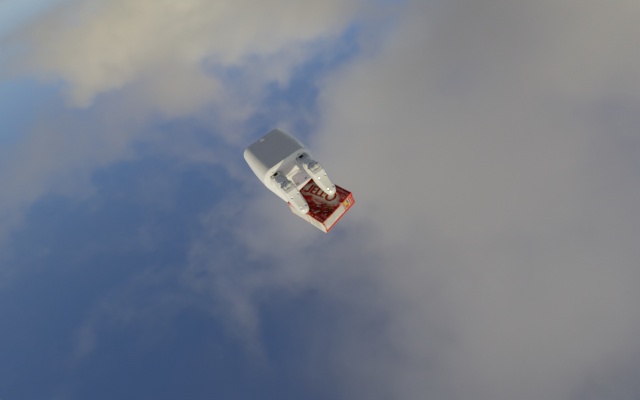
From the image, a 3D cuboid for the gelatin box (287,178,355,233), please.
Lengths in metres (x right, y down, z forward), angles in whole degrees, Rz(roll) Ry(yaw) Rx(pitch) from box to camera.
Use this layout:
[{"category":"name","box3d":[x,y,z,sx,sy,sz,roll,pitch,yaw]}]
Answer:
[{"category":"gelatin box","box3d":[0.000,0.003,0.793,0.089,0.073,0.030,30,-23,37]}]
